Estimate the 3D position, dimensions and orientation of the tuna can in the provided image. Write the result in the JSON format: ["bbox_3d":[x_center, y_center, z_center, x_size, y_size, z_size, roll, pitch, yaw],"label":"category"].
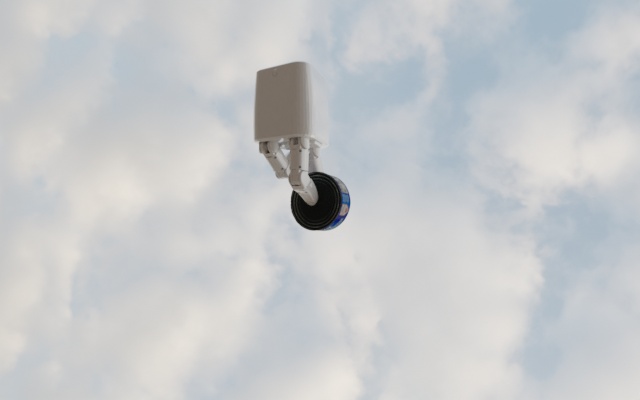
[{"bbox_3d":[0.000,0.002,0.701,0.086,0.086,0.034,0,-5,30],"label":"tuna can"}]
